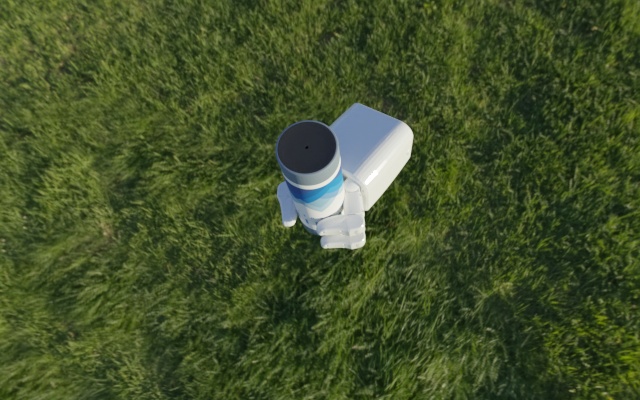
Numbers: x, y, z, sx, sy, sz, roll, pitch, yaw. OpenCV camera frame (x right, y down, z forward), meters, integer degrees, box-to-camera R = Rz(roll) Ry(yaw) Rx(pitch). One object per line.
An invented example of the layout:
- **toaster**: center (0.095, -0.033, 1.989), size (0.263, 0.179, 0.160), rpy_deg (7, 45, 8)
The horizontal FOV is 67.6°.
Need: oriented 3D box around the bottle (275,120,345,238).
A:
- **bottle**: center (0.000, 0.002, 0.629), size (0.069, 0.069, 0.296), rpy_deg (0, -23, 6)
